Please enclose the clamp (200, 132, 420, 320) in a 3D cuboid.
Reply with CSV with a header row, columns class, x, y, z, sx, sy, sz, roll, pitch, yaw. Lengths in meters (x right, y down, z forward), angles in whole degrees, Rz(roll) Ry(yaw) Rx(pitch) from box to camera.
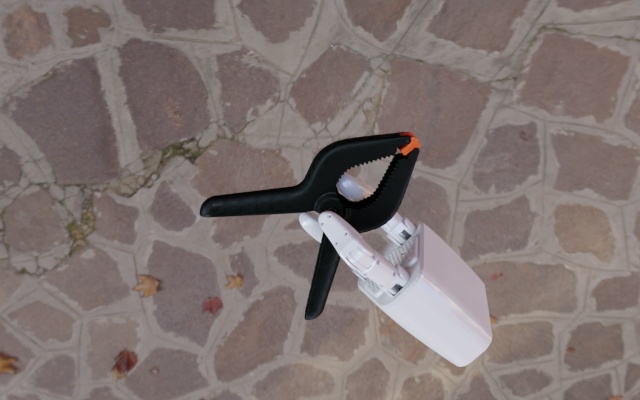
class,x,y,z,sx,sy,sz,roll,pitch,yaw
clamp,0.001,0.002,0.454,0.164,0.210,0.036,41,15,-14
